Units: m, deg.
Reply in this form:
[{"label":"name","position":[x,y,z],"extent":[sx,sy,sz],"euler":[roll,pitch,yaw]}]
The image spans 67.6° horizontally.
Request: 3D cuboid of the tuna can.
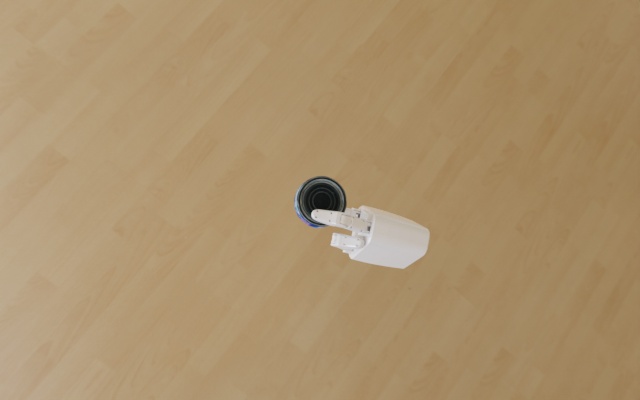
[{"label":"tuna can","position":[0.000,0.003,0.796],"extent":[0.086,0.086,0.034],"euler":[0,-5,-10]}]
